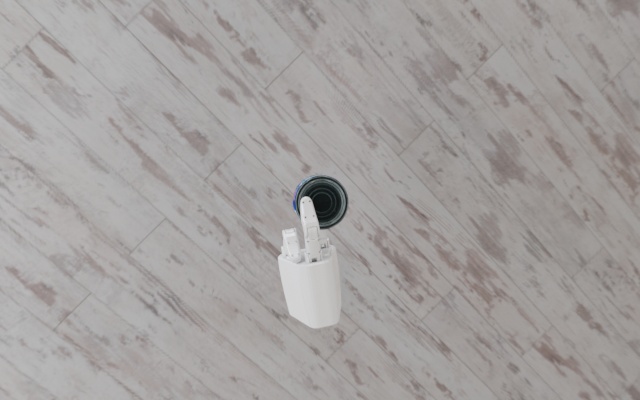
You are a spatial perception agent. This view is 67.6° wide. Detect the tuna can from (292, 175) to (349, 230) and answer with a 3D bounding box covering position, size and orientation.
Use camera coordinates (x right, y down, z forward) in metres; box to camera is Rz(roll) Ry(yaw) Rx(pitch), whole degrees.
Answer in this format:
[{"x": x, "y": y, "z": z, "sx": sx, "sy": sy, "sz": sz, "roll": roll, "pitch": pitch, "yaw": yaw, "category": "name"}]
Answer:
[{"x": 0.000, "y": 0.002, "z": 0.746, "sx": 0.086, "sy": 0.086, "sz": 0.034, "roll": 0, "pitch": 4, "yaw": -8, "category": "tuna can"}]
